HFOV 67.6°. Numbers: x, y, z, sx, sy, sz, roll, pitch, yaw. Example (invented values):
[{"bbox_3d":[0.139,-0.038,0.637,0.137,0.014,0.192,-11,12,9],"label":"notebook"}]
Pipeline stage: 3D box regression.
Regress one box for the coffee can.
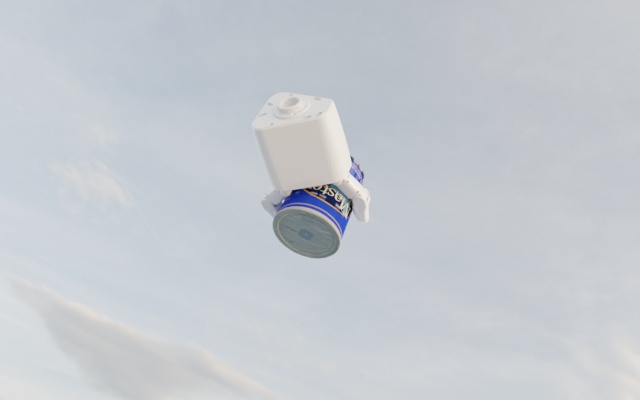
[{"bbox_3d":[0.000,0.003,0.727,0.103,0.103,0.140,0,43,25],"label":"coffee can"}]
